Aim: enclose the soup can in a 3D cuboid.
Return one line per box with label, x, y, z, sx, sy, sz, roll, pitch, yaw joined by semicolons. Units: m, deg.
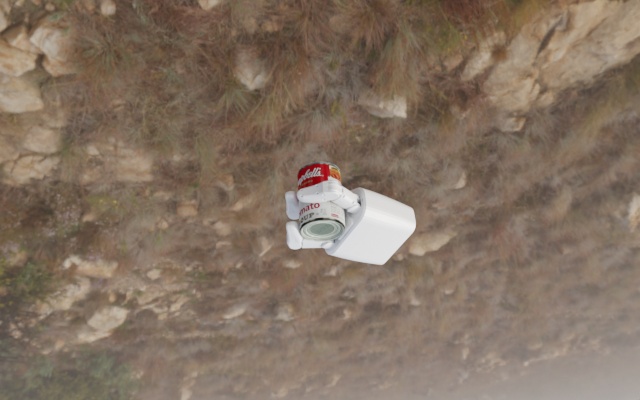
soup can;0.000;0.002;0.717;0.068;0.102;0.068;-2;-32;-2
